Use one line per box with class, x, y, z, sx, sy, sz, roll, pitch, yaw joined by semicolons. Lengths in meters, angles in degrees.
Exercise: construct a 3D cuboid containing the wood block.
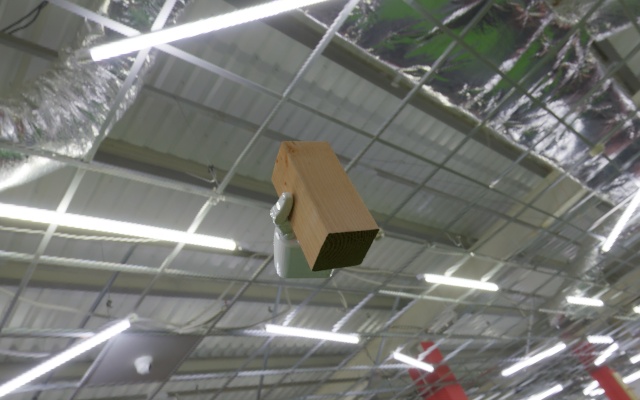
wood block;0.000;0.003;0.774;0.091;0.090;0.206;-4;47;-27
